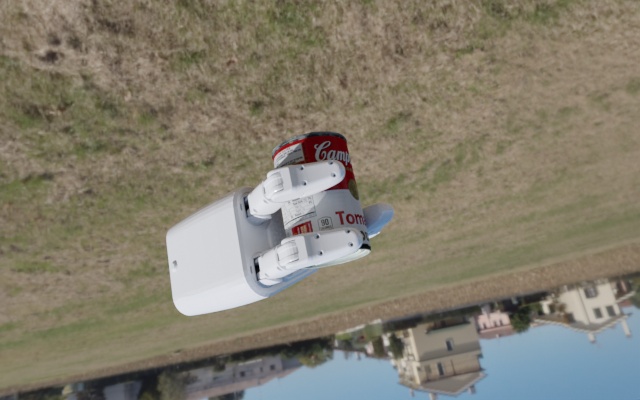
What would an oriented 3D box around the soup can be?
[{"bbox_3d":[0.001,0.001,0.409,0.068,0.102,0.068,-11,-16,-3],"label":"soup can"}]
